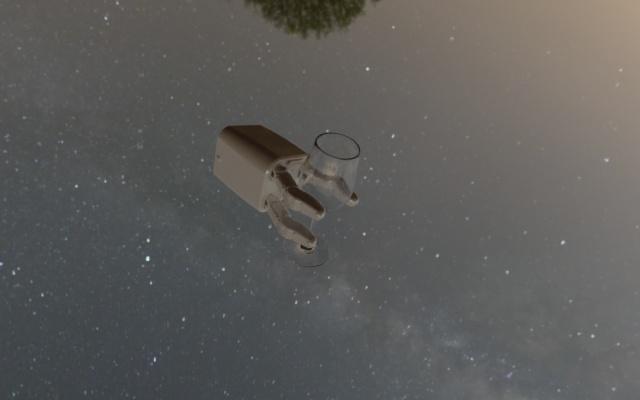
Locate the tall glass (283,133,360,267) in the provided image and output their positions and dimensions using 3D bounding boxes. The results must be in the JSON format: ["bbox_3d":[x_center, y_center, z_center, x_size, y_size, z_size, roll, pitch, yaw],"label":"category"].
[{"bbox_3d":[0.000,0.003,0.688,0.079,0.201,0.079,11,39,-9],"label":"tall glass"}]
